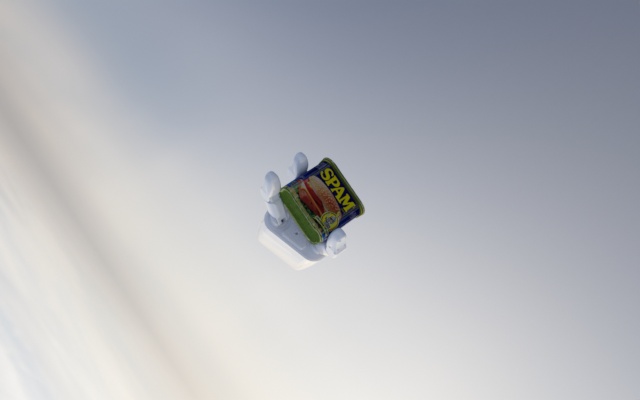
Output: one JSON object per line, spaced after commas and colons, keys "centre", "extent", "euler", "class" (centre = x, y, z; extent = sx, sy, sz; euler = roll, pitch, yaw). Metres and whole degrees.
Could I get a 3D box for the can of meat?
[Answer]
{"centre": [0.000, 0.003, 0.695], "extent": [0.084, 0.102, 0.057], "euler": [-34, -1, -23], "class": "can of meat"}
